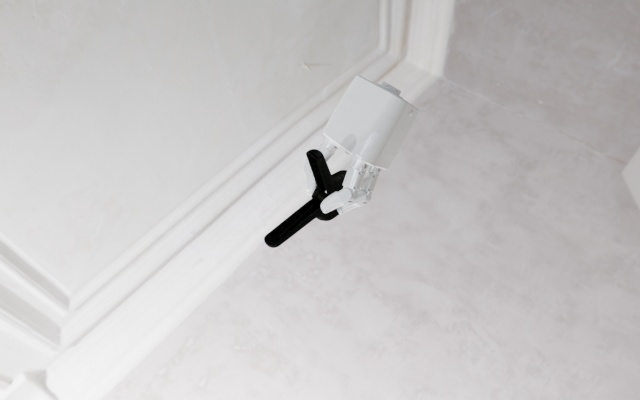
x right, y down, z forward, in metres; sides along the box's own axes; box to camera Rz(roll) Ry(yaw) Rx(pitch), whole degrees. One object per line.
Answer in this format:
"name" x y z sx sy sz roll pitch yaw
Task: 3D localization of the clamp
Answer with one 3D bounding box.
"clamp" 0.000 0.002 0.764 0.036 0.164 0.210 38 15 24
